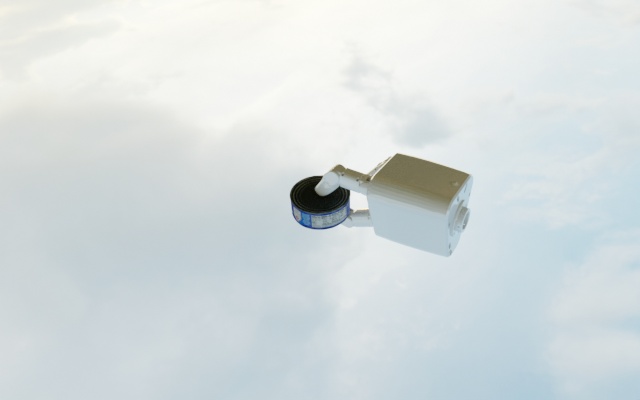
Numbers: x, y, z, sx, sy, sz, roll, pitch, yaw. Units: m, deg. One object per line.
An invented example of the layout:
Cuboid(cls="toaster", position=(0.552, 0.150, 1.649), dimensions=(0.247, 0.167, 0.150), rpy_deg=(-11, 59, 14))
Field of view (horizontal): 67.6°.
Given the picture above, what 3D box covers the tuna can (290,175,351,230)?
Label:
Cuboid(cls="tuna can", position=(0.000, 0.003, 0.680), dimensions=(0.086, 0.034, 0.086), rpy_deg=(-2, 39, 2))
